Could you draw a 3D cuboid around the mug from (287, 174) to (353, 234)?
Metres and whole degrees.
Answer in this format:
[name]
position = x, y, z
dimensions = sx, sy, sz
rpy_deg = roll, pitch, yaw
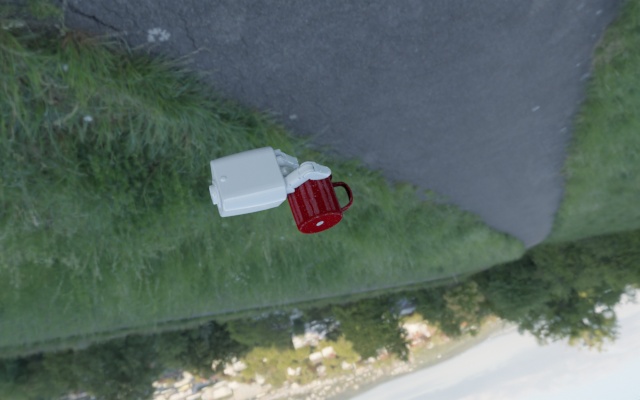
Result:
[mug]
position = 0.002, 0.003, 0.829
dimensions = 0.117, 0.081, 0.093
rpy_deg = -14, -23, -13
